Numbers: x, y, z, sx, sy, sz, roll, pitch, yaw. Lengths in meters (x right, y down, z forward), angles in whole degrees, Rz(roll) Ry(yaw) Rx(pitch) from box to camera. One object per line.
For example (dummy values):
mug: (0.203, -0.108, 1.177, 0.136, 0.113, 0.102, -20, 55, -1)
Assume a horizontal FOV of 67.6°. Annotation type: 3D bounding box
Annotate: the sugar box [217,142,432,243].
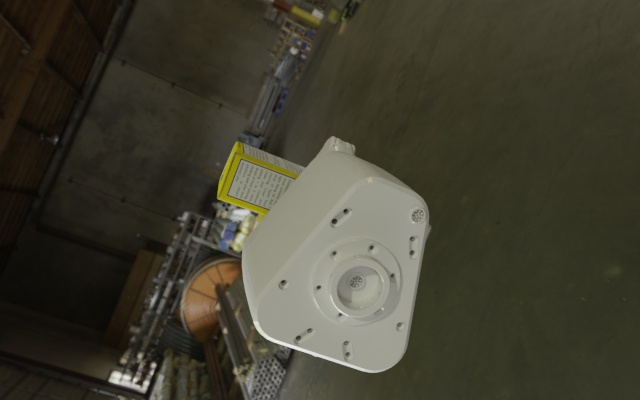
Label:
sugar box: (0.000, 0.002, 0.424, 0.176, 0.048, 0.093, 23, 8, -14)
